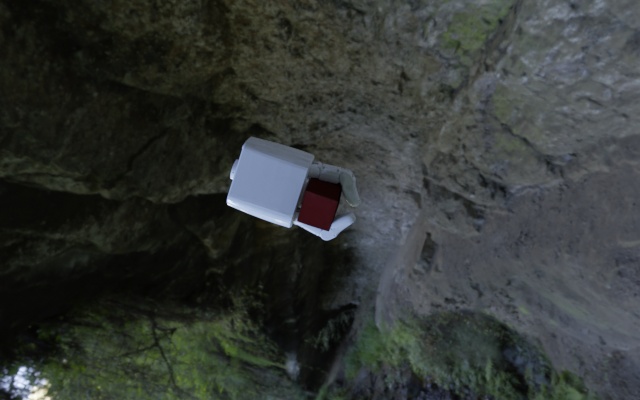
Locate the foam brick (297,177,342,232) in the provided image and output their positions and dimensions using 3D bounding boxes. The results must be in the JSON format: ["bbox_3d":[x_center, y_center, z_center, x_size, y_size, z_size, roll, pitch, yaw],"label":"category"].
[{"bbox_3d":[0.000,0.002,0.716,0.051,0.053,0.078,18,22,-1],"label":"foam brick"}]
